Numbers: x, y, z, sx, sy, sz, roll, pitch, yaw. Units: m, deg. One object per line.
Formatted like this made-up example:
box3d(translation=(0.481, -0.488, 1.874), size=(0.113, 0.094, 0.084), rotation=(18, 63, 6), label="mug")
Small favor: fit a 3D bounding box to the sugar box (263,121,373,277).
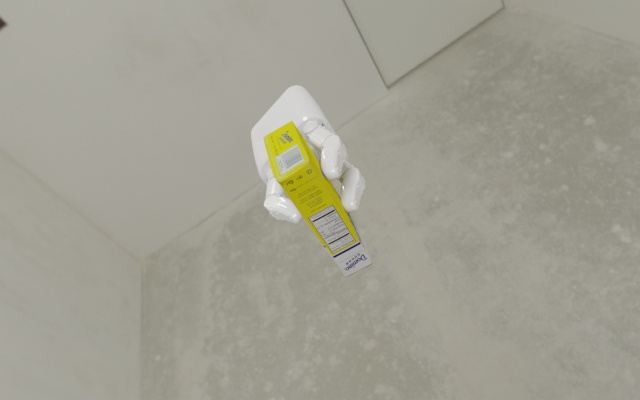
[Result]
box3d(translation=(0.000, 0.001, 0.559), size=(0.048, 0.176, 0.093), rotation=(-31, 39, 8), label="sugar box")
